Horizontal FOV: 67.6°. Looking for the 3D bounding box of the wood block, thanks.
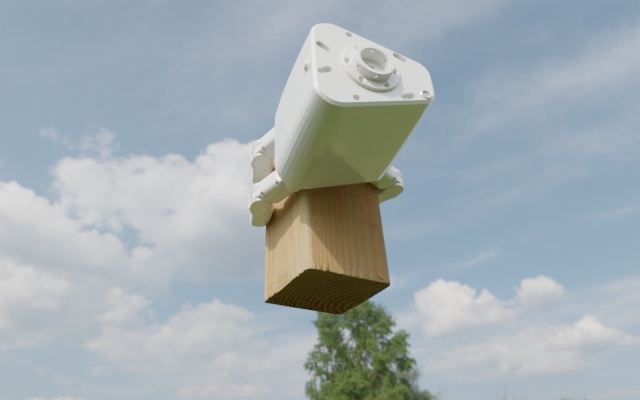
[{"bbox_3d":[0.001,0.001,0.499,0.091,0.206,0.090,16,-37,-27],"label":"wood block"}]
